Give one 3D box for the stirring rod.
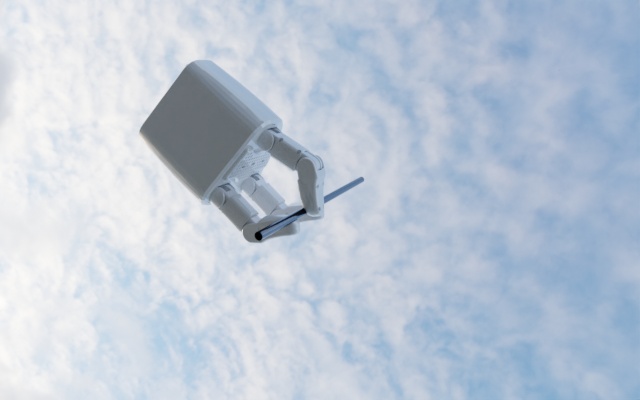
[{"bbox_3d":[0.000,0.002,0.506,0.011,0.011,0.239,0,14,27],"label":"stirring rod"}]
